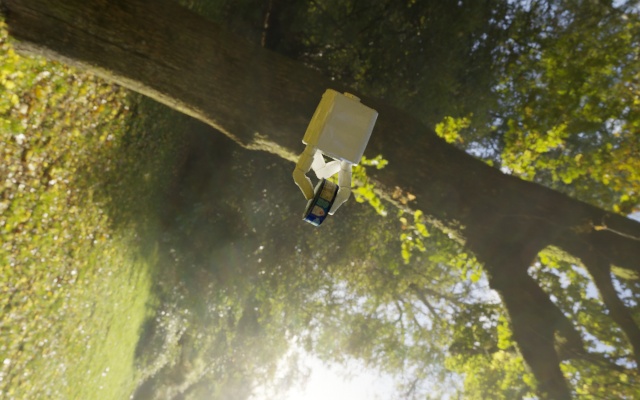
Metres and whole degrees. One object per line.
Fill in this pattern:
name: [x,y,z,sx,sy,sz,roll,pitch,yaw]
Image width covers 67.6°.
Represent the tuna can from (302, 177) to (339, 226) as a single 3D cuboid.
tuna can: [0.001,0.003,0.865,0.034,0.086,0.086,26,-3,-7]
